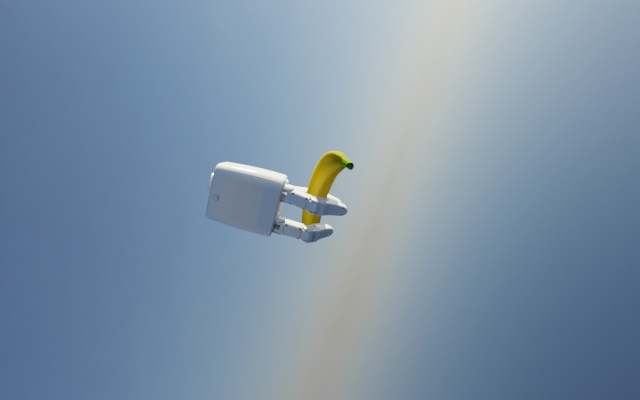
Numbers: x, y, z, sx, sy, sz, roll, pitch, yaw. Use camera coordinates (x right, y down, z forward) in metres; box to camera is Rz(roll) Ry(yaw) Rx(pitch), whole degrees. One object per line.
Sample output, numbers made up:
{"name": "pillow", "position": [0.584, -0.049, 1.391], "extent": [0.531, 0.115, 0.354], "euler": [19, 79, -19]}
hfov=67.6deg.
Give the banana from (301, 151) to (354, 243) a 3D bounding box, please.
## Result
{"name": "banana", "position": [0.001, -0.014, 0.762], "extent": [0.037, 0.069, 0.198], "euler": [10, -43, -15]}
